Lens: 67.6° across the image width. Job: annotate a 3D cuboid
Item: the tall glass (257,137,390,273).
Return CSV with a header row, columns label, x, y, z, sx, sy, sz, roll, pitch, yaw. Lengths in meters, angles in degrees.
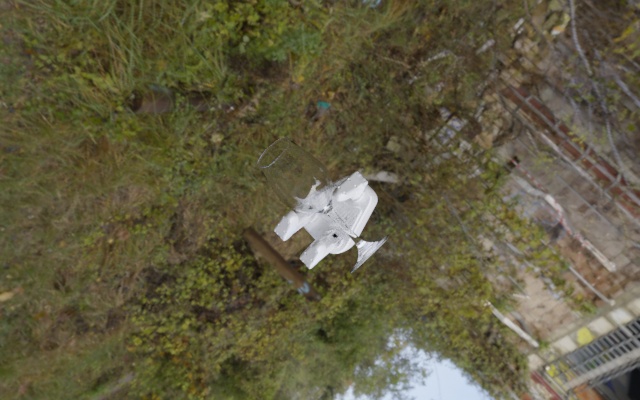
label,x,y,z,sx,sy,sz,roll,pitch,yaw
tall glass,0.001,0.003,0.664,0.079,0.201,0.079,-42,-11,-10
